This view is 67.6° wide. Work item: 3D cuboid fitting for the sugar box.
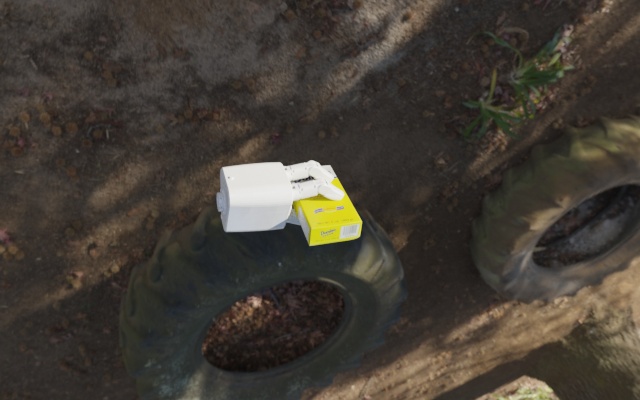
[{"bbox_3d":[0.000,0.002,0.858,0.093,0.048,0.176,-7,41,-17],"label":"sugar box"}]
